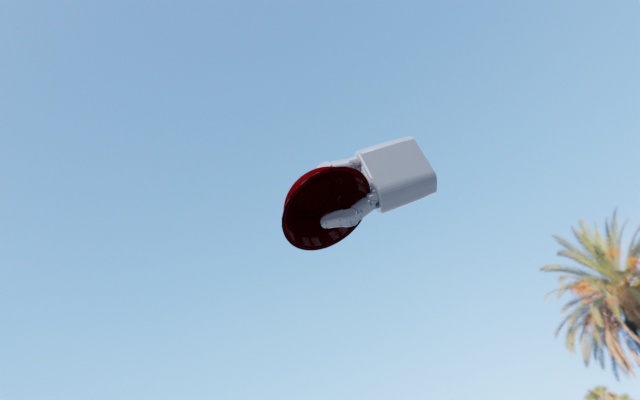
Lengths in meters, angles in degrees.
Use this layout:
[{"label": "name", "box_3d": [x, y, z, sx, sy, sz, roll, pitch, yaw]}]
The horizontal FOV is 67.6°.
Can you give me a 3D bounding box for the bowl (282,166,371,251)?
[{"label": "bowl", "box_3d": [-0.001, 0.003, 0.780, 0.162, 0.162, 0.055, 0, 33, -34]}]
